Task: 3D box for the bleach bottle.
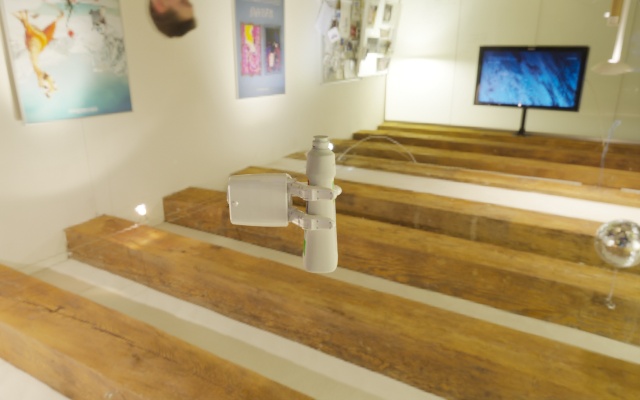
[{"bbox_3d":[0.000,0.003,0.894,0.068,0.251,0.102,0,19,-1],"label":"bleach bottle"}]
